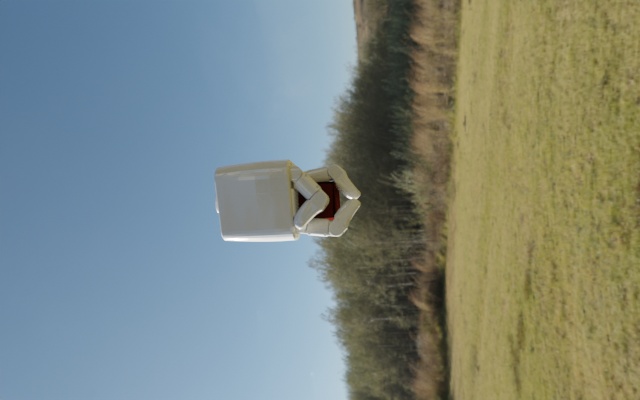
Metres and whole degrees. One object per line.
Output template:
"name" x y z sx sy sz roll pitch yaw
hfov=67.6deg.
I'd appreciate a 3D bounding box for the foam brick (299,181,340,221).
"foam brick" 0.000 0.002 0.703 0.051 0.053 0.078 -4 -6 7
